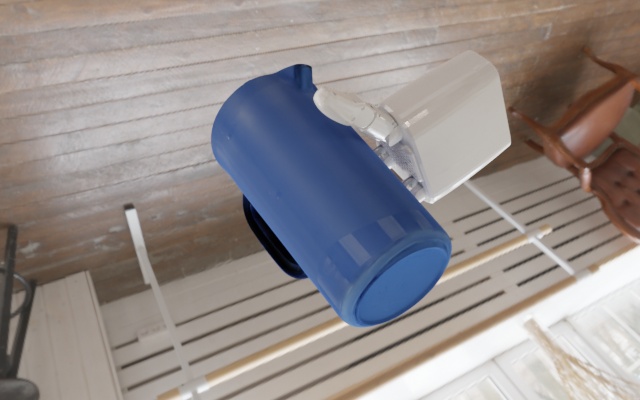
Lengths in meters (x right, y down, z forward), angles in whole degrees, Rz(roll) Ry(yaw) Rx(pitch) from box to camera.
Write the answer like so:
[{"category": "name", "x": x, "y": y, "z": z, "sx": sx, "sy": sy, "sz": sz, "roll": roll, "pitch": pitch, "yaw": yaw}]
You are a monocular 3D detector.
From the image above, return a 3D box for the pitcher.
[{"category": "pitcher", "x": 0.000, "y": 0.001, "z": 0.449, "sx": 0.145, "sy": 0.242, "sz": 0.149, "roll": -35, "pitch": -37, "yaw": -6}]
